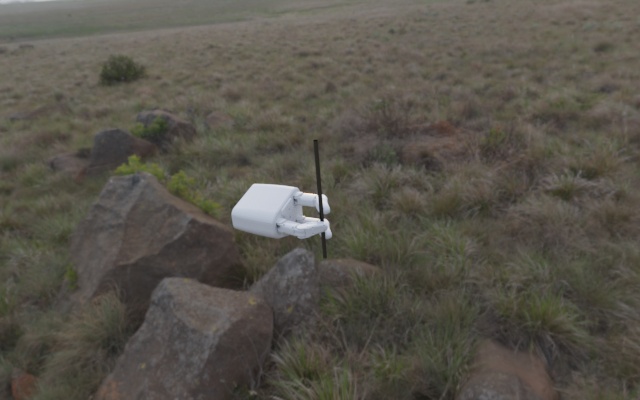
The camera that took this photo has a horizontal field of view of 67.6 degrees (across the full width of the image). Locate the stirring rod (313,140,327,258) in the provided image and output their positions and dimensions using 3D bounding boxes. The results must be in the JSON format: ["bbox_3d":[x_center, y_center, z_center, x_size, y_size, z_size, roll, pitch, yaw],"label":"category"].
[{"bbox_3d":[0.000,0.003,0.895,0.011,0.240,0.011,-4,24,2],"label":"stirring rod"}]
